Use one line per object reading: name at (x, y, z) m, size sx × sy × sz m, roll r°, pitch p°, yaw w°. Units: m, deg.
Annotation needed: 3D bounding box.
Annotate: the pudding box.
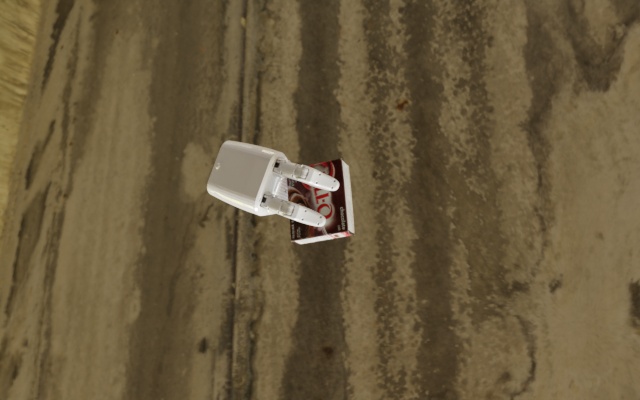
pudding box at (0.000, 0.002, 0.701) m, size 0.090 × 0.113 × 0.039 m, roll -12°, pitch -16°, yaw 22°
